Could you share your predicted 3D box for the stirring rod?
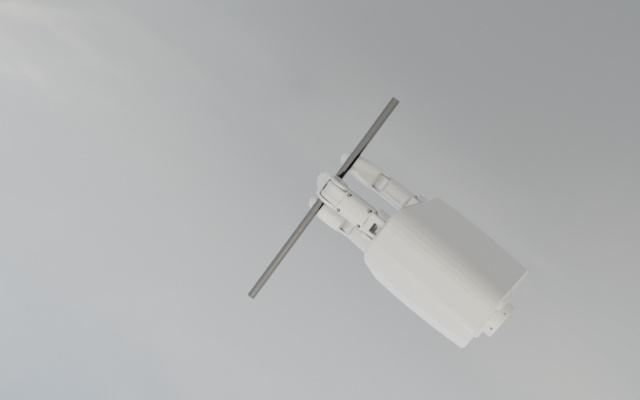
[{"bbox_3d":[0.000,0.001,0.464,0.011,0.239,0.011,35,10,-7],"label":"stirring rod"}]
